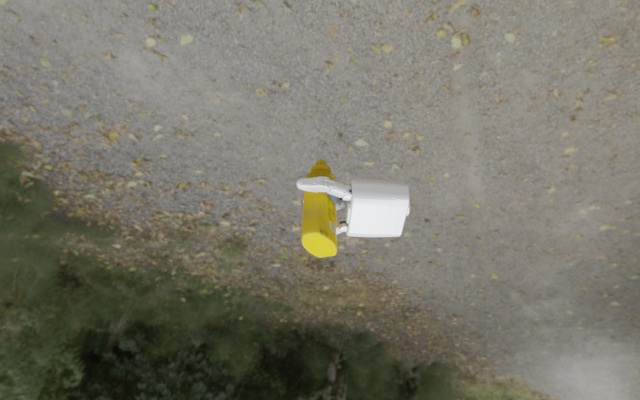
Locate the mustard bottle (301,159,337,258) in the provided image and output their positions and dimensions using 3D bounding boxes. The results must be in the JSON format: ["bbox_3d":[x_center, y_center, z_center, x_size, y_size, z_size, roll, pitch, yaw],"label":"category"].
[{"bbox_3d":[0.000,0.003,0.898,0.058,0.191,0.096,-11,-34,19],"label":"mustard bottle"}]
